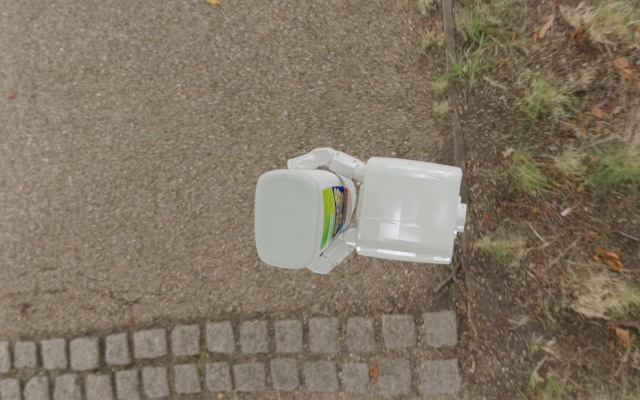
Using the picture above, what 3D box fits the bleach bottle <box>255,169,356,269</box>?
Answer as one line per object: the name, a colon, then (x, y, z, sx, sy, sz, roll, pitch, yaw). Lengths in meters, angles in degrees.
bleach bottle: (0.000, 0.002, 0.583, 0.068, 0.102, 0.251, 6, 11, 16)
